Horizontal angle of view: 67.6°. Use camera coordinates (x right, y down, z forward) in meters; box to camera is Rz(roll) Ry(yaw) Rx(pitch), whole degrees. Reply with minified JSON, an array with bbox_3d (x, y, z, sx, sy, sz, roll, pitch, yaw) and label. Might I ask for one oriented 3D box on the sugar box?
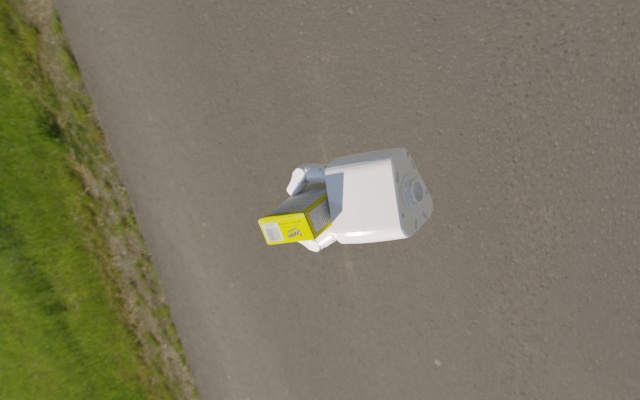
[{"bbox_3d":[0.000,0.003,0.699,0.093,0.048,0.176,-9,18,41],"label":"sugar box"}]
